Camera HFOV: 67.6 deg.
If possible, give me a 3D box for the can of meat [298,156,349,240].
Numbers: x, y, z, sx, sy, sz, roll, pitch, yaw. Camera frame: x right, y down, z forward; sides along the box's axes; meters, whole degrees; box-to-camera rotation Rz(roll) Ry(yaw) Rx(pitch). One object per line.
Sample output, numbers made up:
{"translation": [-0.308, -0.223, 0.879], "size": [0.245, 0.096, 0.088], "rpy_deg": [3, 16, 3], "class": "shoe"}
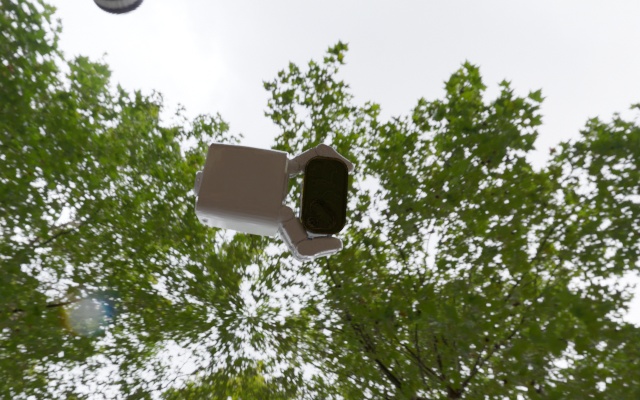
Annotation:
{"translation": [0.000, 0.002, 0.644], "size": [0.057, 0.102, 0.084], "rpy_deg": [5, -14, -8], "class": "can of meat"}
